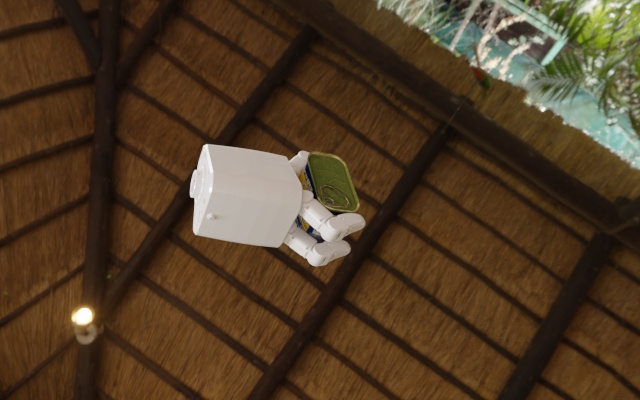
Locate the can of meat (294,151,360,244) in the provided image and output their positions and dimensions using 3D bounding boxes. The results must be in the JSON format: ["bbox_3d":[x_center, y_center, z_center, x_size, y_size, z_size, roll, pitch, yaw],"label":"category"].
[{"bbox_3d":[0.000,0.002,0.621,0.057,0.102,0.084,8,-46,-25],"label":"can of meat"}]
